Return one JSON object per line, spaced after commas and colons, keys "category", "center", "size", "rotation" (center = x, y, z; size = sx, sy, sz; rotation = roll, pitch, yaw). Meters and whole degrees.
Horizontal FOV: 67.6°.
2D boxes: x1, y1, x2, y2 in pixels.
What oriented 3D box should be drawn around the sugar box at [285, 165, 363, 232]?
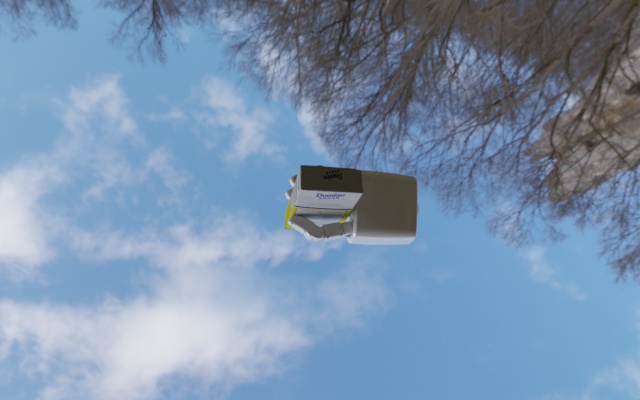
{"category": "sugar box", "center": [0.000, 0.002, 0.751], "size": [0.093, 0.048, 0.176], "rotation": [3, -25, -11]}
